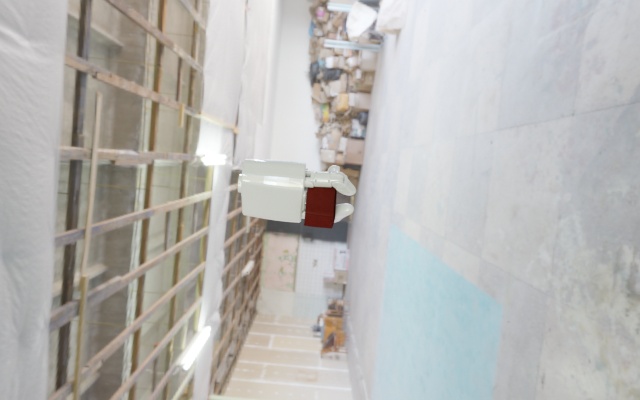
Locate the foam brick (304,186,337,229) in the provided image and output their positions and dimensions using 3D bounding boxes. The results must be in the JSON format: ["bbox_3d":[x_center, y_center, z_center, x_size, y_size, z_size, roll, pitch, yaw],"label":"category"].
[{"bbox_3d":[0.000,0.003,0.826,0.051,0.078,0.053,6,-27,-2],"label":"foam brick"}]
